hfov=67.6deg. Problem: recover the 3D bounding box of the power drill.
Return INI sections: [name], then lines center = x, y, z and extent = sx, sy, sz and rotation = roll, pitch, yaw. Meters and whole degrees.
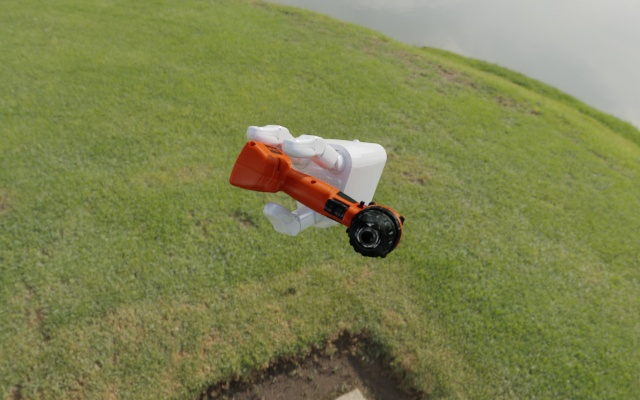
[power drill]
center = 0.000, 0.001, 0.512
extent = 0.187, 0.057, 0.184
rotation = 29, 4, 11
